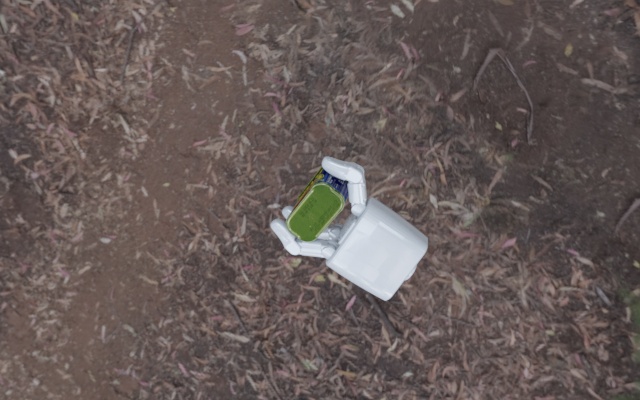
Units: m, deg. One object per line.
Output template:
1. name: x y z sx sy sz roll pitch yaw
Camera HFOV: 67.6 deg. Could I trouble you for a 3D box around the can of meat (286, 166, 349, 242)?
1. can of meat: 0.000 0.002 0.692 0.057 0.102 0.084 37 27 -5
